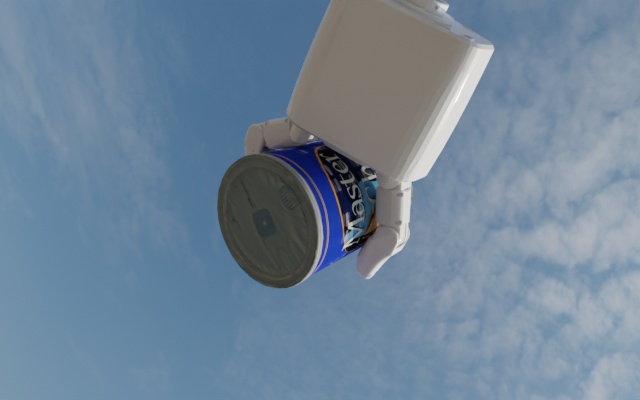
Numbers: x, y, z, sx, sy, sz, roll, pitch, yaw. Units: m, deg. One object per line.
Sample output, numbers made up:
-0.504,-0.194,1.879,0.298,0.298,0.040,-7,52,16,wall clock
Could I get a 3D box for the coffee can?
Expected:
0.000,0.002,0.404,0.103,0.103,0.140,0,13,39,coffee can
